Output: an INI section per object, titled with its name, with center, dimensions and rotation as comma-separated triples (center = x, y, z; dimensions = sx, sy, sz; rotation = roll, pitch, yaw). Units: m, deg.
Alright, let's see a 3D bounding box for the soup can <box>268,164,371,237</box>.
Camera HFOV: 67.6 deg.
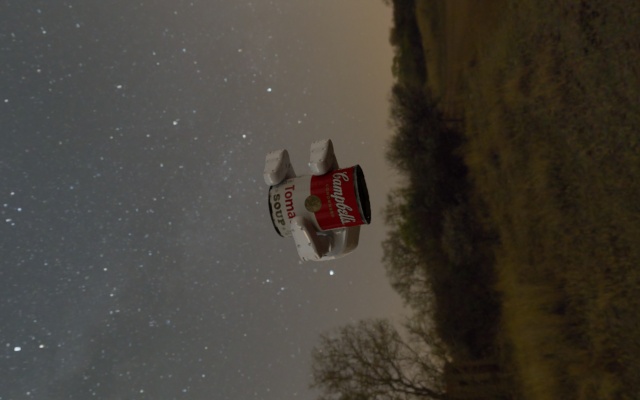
[soup can]
center = 0.000, 0.002, 0.540
dimensions = 0.102, 0.068, 0.068
rotation = -10, -3, 15
